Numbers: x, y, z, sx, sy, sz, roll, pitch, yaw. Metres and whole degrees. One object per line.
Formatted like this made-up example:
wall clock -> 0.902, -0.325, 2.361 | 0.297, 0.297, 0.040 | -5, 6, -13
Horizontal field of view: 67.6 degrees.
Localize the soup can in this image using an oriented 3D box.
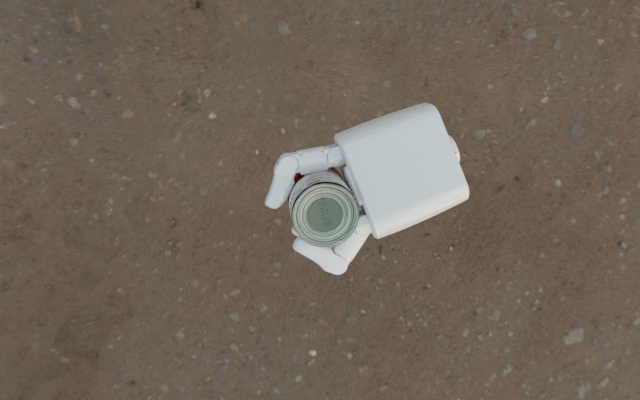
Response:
soup can -> 0.000, 0.002, 0.503 | 0.068, 0.068, 0.102 | 0, 15, -6
